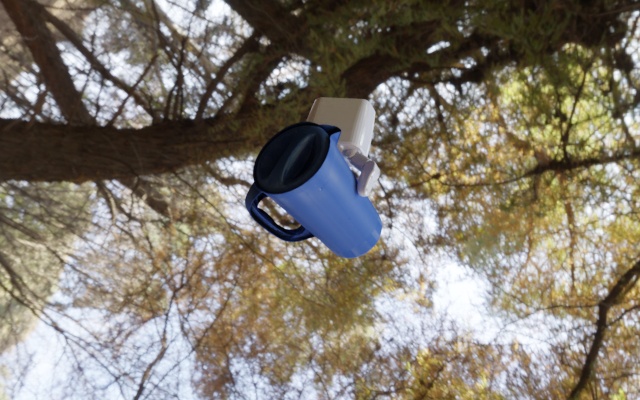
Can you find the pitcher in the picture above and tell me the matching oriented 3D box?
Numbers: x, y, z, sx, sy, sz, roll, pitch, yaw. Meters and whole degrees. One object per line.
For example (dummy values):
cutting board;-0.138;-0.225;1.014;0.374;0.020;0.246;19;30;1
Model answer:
pitcher;0.000;0.002;0.782;0.149;0.145;0.243;-5;-35;31
